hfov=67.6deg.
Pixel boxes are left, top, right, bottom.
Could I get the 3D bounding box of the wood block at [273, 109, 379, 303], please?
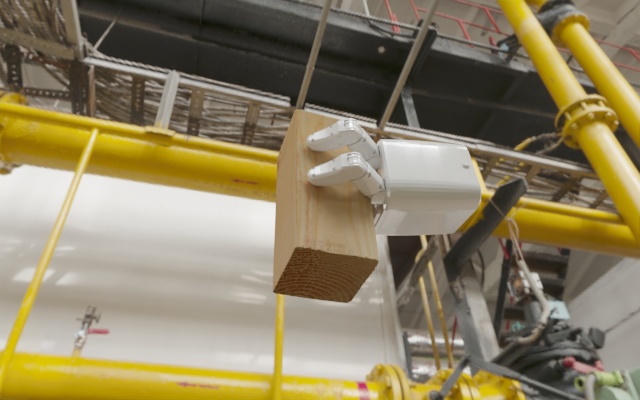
[{"bbox_3d":[0.000,0.002,0.554,0.090,0.206,0.091,11,-43,-15],"label":"wood block"}]
